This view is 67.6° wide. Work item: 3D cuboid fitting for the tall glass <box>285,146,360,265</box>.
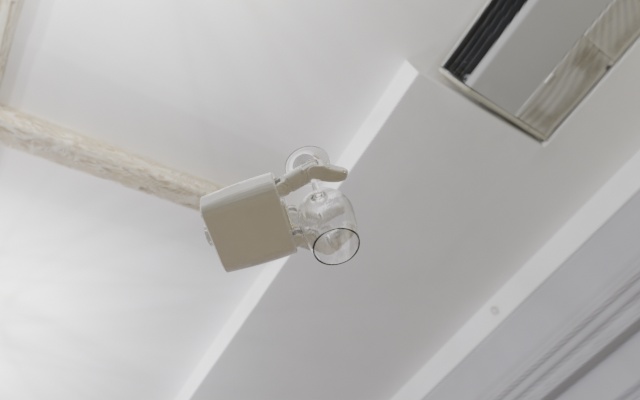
[{"bbox_3d":[0.000,0.002,0.677,0.079,0.079,0.201,0,34,-15],"label":"tall glass"}]
